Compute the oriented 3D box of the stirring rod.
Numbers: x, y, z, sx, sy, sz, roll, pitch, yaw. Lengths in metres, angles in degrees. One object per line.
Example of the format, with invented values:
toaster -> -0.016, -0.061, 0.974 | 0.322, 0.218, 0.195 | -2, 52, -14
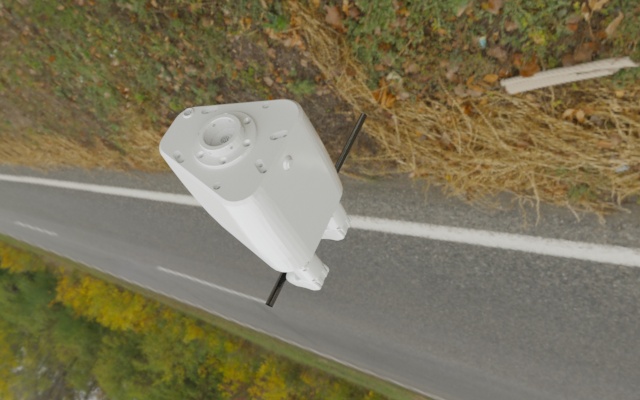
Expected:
stirring rod -> 0.000, 0.002, 0.506 | 0.011, 0.239, 0.011 | 23, -22, 10
